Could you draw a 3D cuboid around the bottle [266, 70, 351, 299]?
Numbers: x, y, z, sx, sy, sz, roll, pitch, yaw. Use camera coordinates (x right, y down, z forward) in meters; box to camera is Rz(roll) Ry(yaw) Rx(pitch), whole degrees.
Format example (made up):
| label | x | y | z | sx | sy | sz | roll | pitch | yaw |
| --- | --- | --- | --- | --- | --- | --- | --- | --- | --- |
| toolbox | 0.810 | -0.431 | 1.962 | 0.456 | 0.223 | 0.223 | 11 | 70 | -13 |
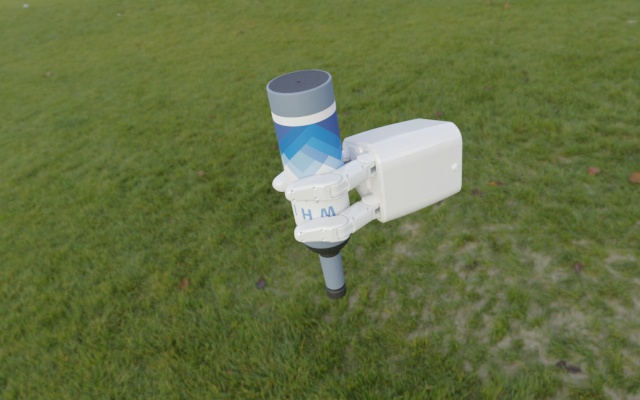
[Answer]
| label | x | y | z | sx | sy | sz | roll | pitch | yaw |
| --- | --- | --- | --- | --- | --- | --- | --- | --- | --- |
| bottle | 0.000 | 0.002 | 0.558 | 0.069 | 0.296 | 0.069 | -7 | 33 | 5 |
